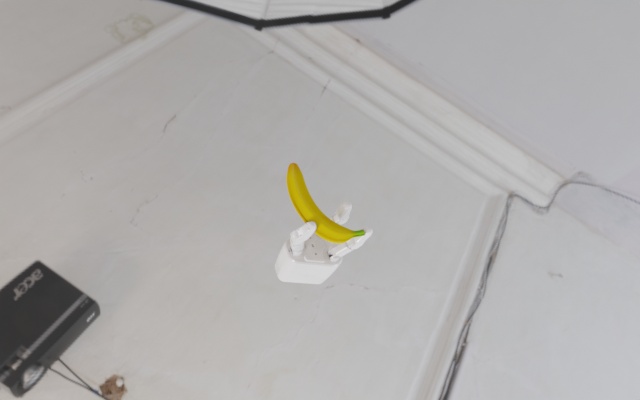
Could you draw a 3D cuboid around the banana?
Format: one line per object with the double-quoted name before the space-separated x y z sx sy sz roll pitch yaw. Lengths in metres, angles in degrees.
"banana" -0.010 0.015 0.886 0.069 0.197 0.037 -36 -14 -32
